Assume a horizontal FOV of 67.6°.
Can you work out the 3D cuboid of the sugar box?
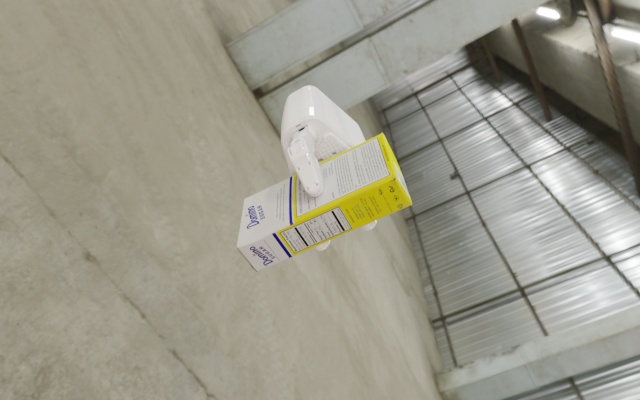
[{"bbox_3d":[0.000,0.002,0.503,0.176,0.048,0.093,-26,31,15],"label":"sugar box"}]
